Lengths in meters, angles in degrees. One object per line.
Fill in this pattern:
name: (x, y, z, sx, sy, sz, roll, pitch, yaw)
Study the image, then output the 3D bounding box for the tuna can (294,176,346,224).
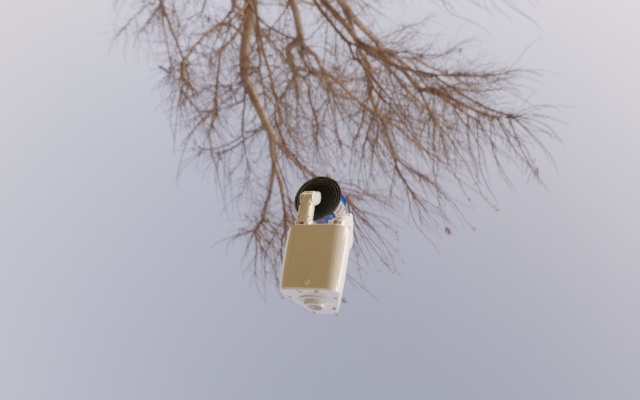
tuna can: (0.000, 0.003, 0.831, 0.086, 0.086, 0.034, 0, -29, 22)
